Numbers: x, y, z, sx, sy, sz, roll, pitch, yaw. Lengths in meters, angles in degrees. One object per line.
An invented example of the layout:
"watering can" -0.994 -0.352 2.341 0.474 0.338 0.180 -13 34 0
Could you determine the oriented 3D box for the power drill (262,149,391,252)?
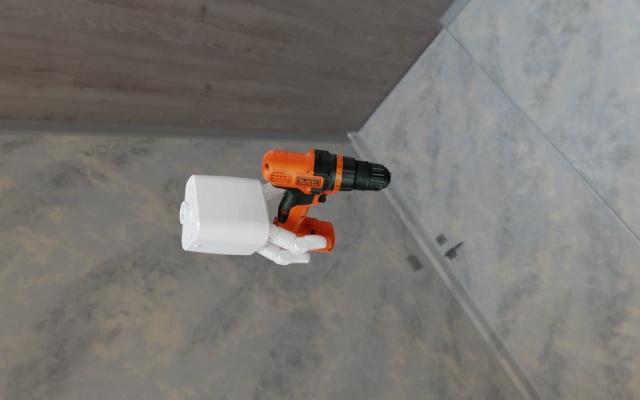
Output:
"power drill" 0.000 0.003 0.730 0.184 0.057 0.188 7 -43 -4
